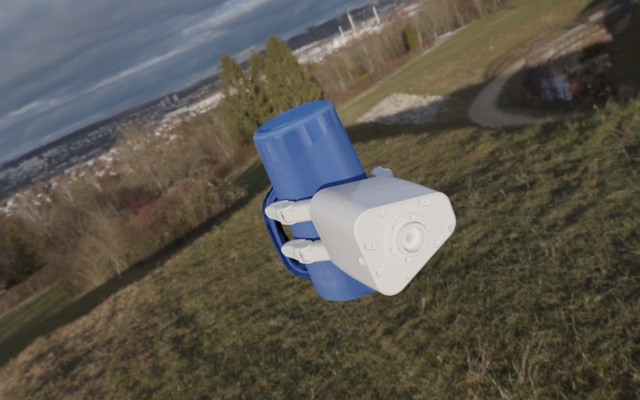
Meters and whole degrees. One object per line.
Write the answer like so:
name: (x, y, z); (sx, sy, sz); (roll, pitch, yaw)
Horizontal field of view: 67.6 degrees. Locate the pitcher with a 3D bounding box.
pitcher: (0.000, 0.002, 0.630); (0.149, 0.243, 0.145); (-29, 20, -14)
